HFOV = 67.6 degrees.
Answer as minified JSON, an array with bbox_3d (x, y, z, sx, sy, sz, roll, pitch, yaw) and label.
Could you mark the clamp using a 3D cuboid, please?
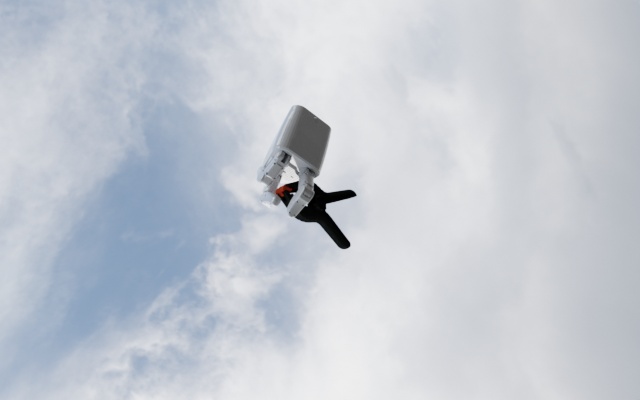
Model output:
[{"bbox_3d":[0.000,0.003,0.874,0.171,0.120,0.039,34,-40,-26],"label":"clamp"}]
